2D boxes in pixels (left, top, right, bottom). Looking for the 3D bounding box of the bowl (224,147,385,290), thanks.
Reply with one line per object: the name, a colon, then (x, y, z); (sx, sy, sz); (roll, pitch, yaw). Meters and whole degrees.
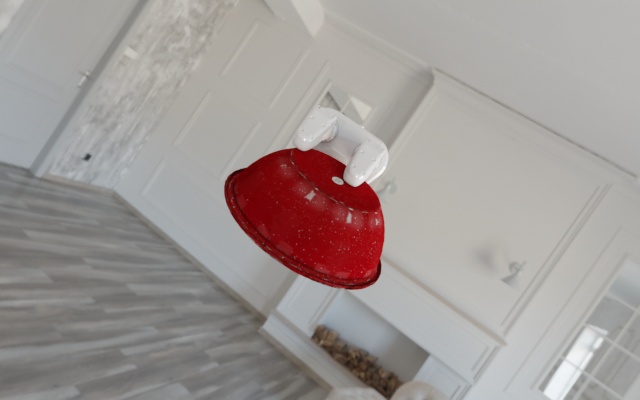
bowl: (0.000, 0.002, 0.418); (0.162, 0.055, 0.162); (28, 24, -14)
